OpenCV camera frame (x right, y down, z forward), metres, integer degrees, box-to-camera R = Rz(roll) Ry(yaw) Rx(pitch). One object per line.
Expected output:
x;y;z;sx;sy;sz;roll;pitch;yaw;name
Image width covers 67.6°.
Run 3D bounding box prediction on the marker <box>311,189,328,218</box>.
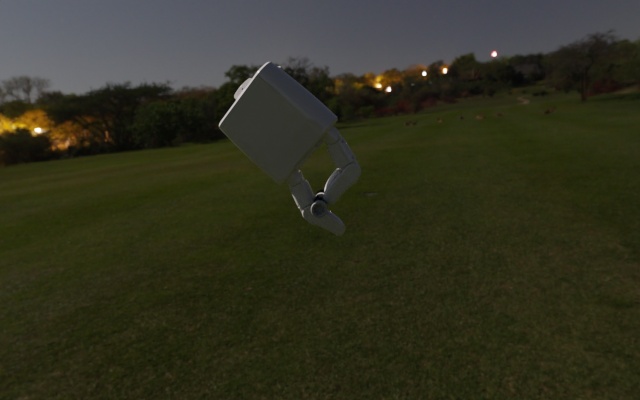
0.000;0.002;0.608;0.020;0.020;0.121;0;9;2;marker
